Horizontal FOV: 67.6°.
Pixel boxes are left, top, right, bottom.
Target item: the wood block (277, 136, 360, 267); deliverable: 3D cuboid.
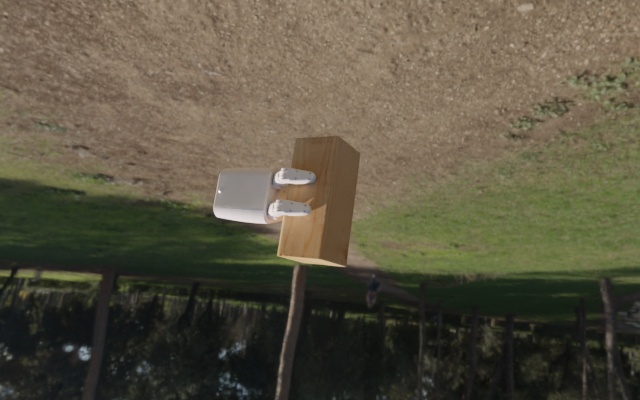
[{"bbox_3d":[0.000,0.003,0.823,0.090,0.206,0.091,1,-14,30],"label":"wood block"}]
